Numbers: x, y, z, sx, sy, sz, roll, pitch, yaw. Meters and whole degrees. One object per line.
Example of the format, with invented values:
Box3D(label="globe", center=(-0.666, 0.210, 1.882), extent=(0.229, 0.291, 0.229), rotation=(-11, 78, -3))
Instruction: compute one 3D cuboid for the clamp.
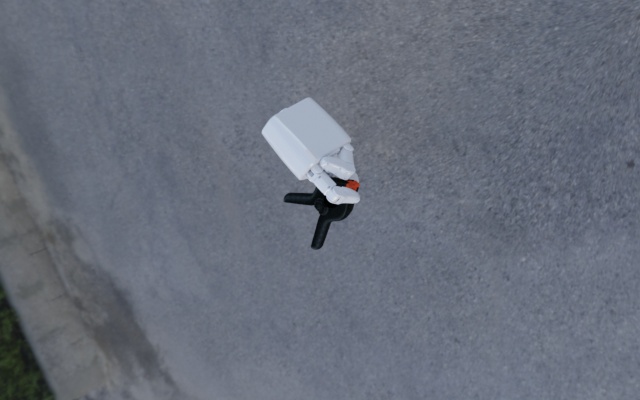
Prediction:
Box3D(label="clamp", center=(0.000, 0.003, 0.862), extent=(0.039, 0.120, 0.171), rotation=(-33, -11, -50))
